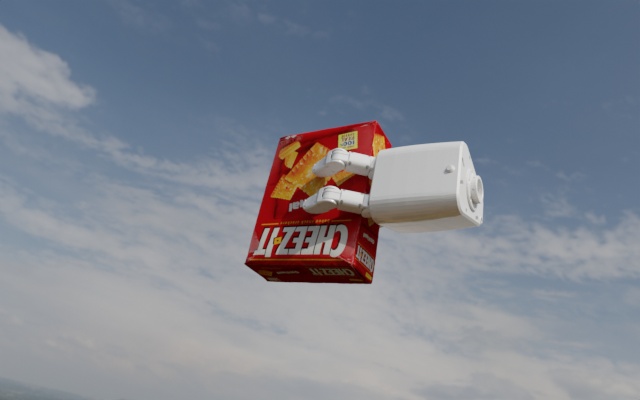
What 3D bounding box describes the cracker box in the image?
[{"bbox_3d":[0.000,0.002,0.660,0.164,0.213,0.072,-4,-32,30],"label":"cracker box"}]
